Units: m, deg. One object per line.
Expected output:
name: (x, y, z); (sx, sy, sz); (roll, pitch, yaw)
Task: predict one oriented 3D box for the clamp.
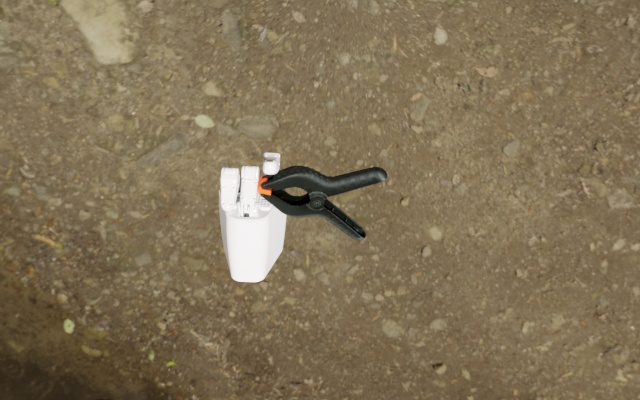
clamp: (0.000, 0.002, 0.659); (0.171, 0.120, 0.039); (5, 30, 0)
